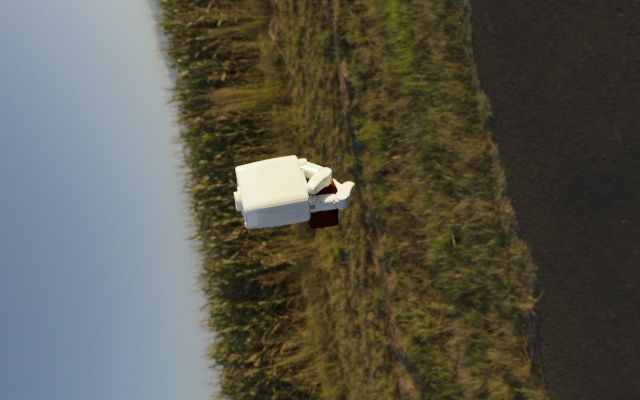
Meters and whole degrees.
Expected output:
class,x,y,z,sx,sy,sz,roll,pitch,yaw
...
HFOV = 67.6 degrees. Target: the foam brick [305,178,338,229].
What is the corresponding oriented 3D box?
class,x,y,z,sx,sy,sz,roll,pitch,yaw
foam brick,0.000,0.003,0.833,0.051,0.078,0.053,-10,39,-11
